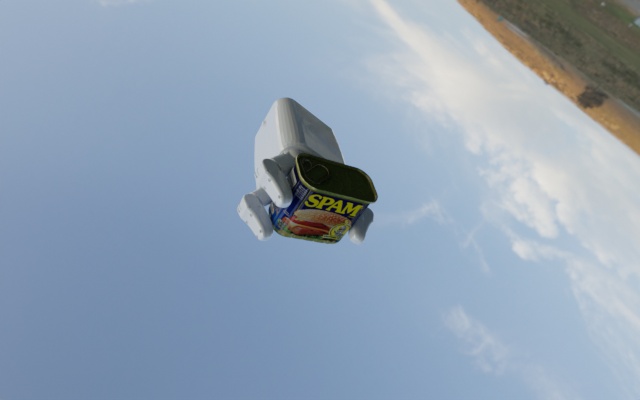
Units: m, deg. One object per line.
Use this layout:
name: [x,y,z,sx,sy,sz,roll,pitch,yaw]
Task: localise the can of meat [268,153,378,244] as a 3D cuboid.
can of meat: [0.000,0.002,0.554,0.102,0.057,0.084,13,-49,-29]
